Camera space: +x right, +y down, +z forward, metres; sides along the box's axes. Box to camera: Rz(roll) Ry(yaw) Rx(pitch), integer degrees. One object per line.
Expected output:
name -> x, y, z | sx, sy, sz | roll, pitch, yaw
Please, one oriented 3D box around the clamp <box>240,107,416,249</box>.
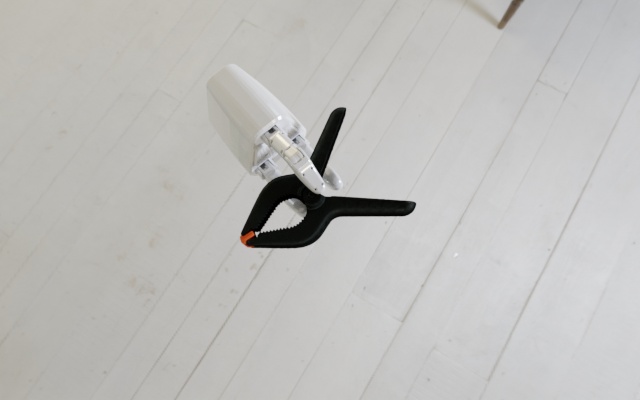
clamp -> -0.001, 0.002, 0.585 | 0.210, 0.164, 0.036 | -39, -14, -7
